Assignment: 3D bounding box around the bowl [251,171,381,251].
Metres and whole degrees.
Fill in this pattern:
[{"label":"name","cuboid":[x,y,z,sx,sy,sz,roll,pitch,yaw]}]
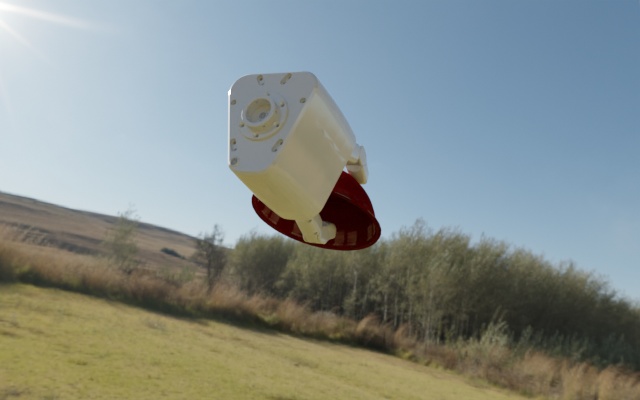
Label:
[{"label":"bowl","cuboid":[0.000,0.002,0.588,0.162,0.055,0.162,13,-28,7]}]
